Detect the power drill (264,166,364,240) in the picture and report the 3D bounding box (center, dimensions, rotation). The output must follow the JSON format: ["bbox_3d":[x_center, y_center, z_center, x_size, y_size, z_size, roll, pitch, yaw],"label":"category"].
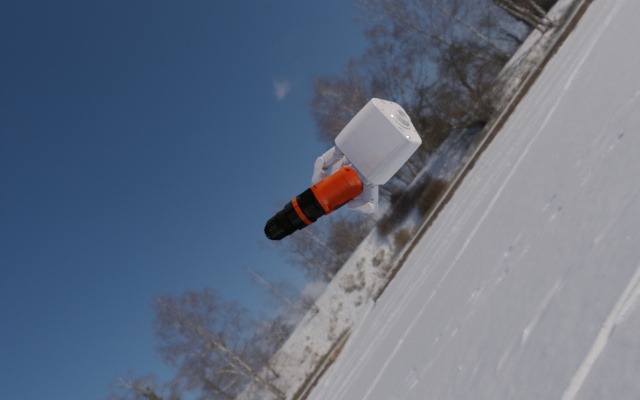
[{"bbox_3d":[0.000,0.003,0.845,0.184,0.057,0.187,-32,-1,15],"label":"power drill"}]
